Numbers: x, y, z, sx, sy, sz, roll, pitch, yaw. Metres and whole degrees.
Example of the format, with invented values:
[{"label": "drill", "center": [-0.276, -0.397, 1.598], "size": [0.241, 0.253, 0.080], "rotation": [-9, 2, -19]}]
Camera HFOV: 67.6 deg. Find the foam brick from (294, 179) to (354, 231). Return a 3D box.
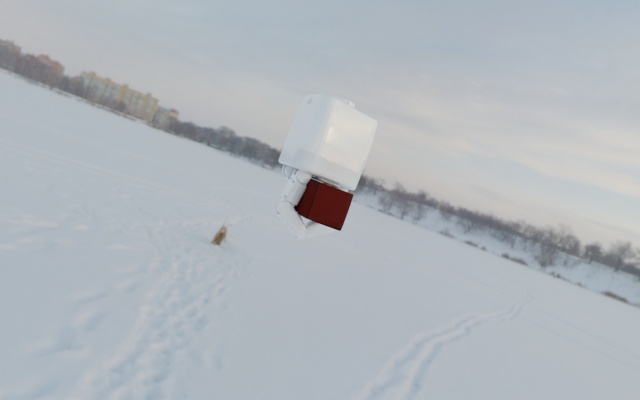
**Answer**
[{"label": "foam brick", "center": [0.000, 0.002, 0.643], "size": [0.053, 0.051, 0.078], "rotation": [21, 2, -23]}]
